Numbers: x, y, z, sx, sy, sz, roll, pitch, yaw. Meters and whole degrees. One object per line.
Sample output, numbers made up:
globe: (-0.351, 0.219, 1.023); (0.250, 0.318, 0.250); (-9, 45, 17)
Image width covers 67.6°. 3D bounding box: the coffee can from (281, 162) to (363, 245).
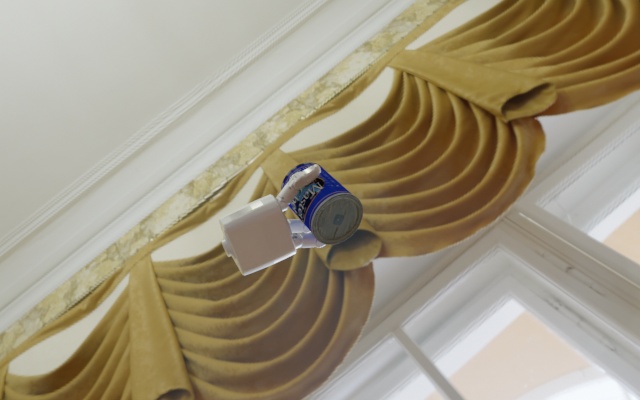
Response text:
coffee can: (0.000, 0.003, 0.892); (0.103, 0.103, 0.140); (0, 27, -31)
